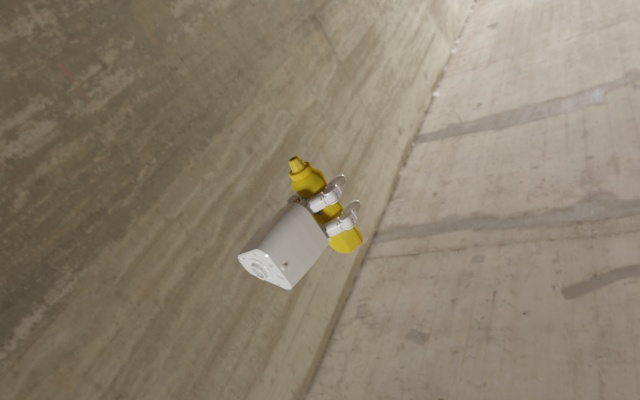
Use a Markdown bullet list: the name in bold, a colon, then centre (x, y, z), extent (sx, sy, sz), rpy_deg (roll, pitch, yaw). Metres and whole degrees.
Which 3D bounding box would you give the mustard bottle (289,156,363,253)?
- **mustard bottle**: centre (0.000, 0.003, 0.838), extent (0.058, 0.192, 0.096), rpy_deg (-38, 27, -9)
